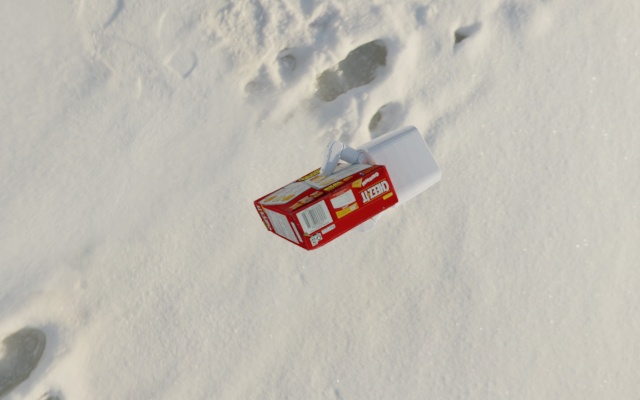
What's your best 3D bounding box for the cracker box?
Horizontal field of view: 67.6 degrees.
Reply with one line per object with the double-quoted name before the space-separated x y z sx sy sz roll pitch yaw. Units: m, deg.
"cracker box" 0.000 0.002 0.778 0.164 0.072 0.213 -28 14 -18
